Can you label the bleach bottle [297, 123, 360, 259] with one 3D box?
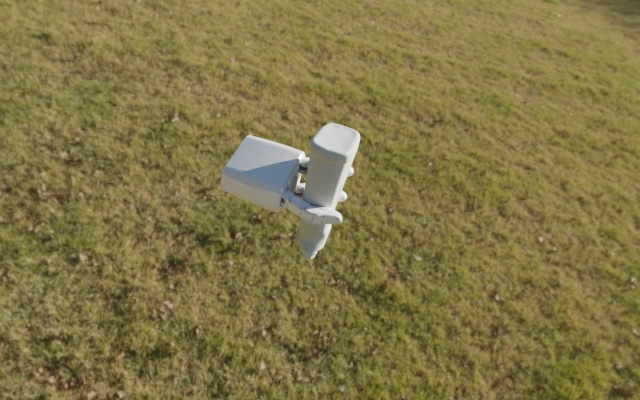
[{"bbox_3d":[0.000,0.003,0.800,0.068,0.251,0.102,20,35,8],"label":"bleach bottle"}]
